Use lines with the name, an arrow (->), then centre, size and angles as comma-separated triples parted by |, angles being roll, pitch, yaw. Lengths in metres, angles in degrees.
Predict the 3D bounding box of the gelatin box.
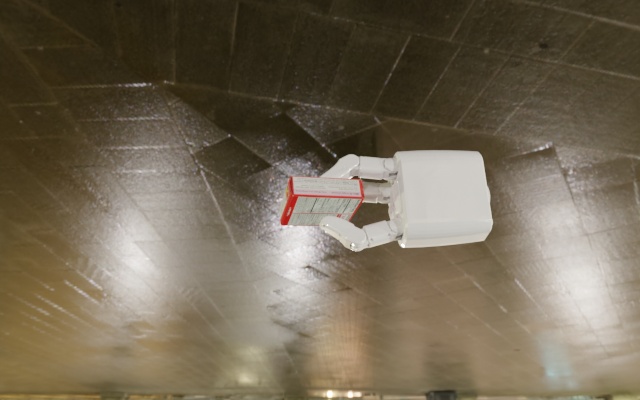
gelatin box -> 0.000, 0.002, 0.575 | 0.089, 0.030, 0.073 | 1, -30, -15
